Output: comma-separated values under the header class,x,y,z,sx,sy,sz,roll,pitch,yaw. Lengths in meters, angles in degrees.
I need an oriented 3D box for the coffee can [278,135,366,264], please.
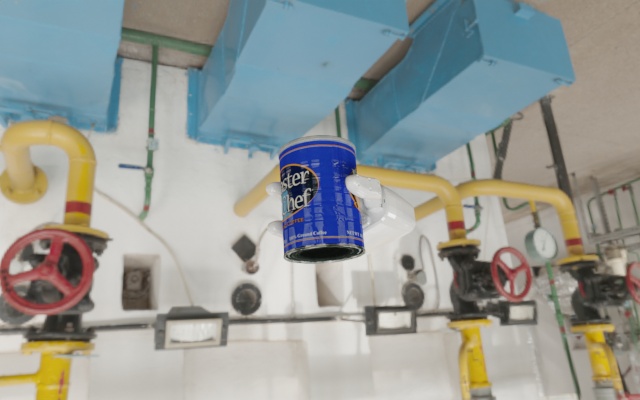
class,x,y,z,sx,sy,sz,roll,pitch,yaw
coffee can,0.000,0.002,0.610,0.103,0.140,0.103,-4,-18,-1
